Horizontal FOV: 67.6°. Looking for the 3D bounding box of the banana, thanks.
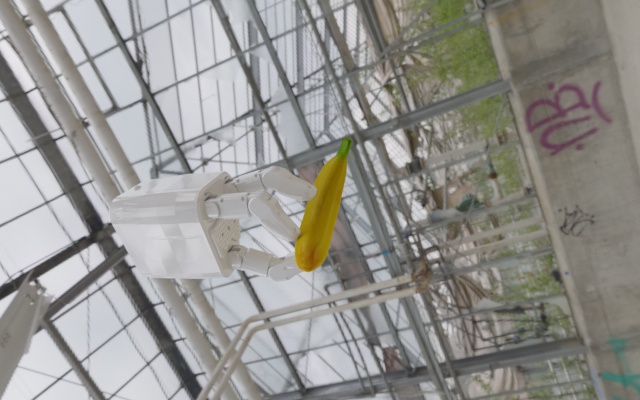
[{"bbox_3d":[0.000,0.012,0.523,0.037,0.070,0.197,10,46,6],"label":"banana"}]
